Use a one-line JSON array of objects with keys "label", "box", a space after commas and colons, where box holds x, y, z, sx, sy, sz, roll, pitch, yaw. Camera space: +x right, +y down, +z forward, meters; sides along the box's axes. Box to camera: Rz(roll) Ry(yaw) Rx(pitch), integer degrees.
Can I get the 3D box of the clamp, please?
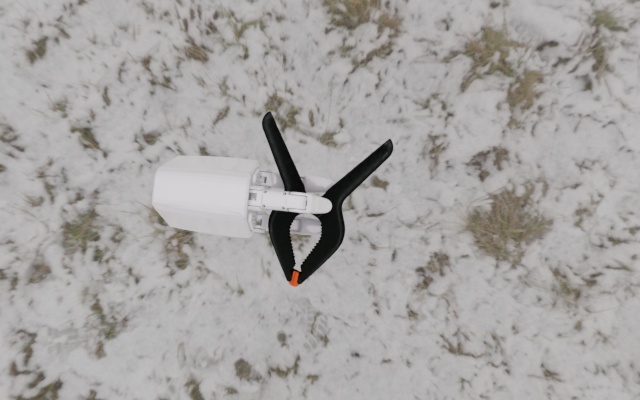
[{"label": "clamp", "box": [0.000, 0.002, 0.587, 0.164, 0.210, 0.036, 6, -2, 1]}]
